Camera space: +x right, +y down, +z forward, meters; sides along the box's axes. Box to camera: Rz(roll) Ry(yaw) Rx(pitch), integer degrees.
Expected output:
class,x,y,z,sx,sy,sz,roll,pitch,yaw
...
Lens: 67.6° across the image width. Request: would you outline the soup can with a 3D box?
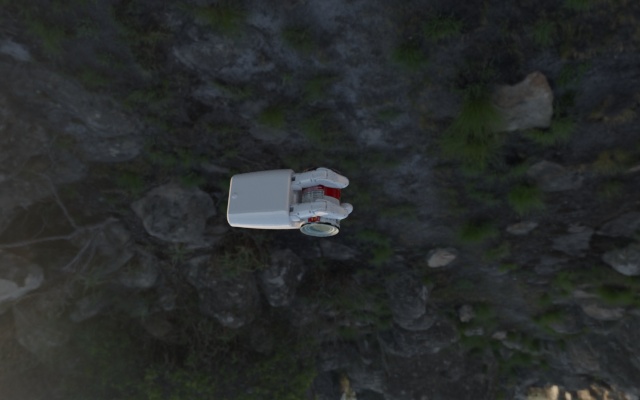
class,x,y,z,sx,sy,sz,roll,pitch,yaw
soup can,0.001,0.003,0.810,0.068,0.102,0.068,2,-22,1
